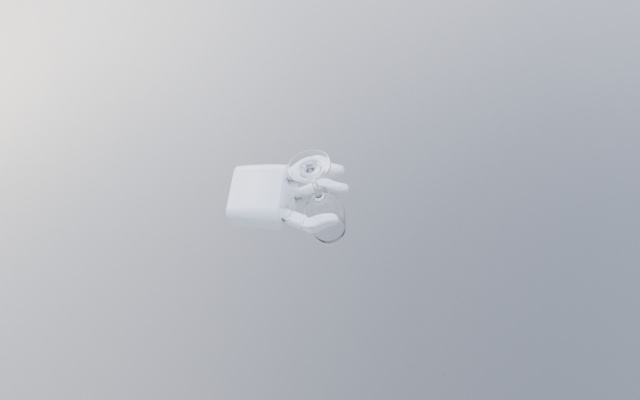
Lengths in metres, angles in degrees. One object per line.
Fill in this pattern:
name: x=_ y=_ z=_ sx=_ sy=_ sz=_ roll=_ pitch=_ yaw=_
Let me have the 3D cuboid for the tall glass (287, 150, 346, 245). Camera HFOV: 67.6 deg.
tall glass: x=0.000 y=0.002 z=0.865 sx=0.079 sy=0.079 sz=0.201 roll=0 pitch=-37 yaw=15
